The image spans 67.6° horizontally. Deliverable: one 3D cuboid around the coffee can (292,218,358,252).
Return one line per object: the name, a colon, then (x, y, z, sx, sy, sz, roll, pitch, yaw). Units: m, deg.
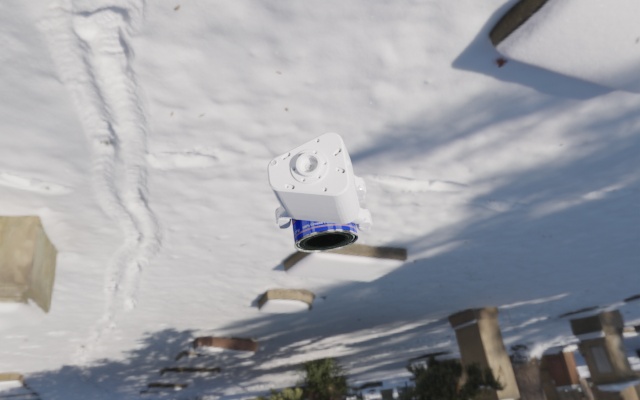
coffee can: (0.000, 0.002, 0.777, 0.103, 0.140, 0.103, -7, -22, -3)
